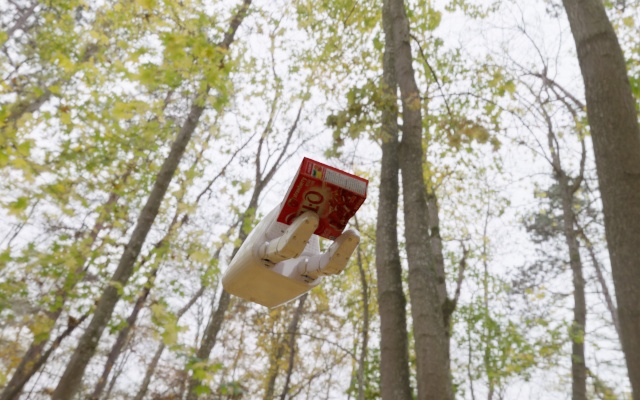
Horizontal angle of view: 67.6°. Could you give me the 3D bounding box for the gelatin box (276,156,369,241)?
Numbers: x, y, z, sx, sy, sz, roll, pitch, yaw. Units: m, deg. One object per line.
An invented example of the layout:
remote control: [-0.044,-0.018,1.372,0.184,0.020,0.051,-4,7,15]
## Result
gelatin box: [0.000,0.001,0.508,0.073,0.030,0.089,20,-41,-9]
